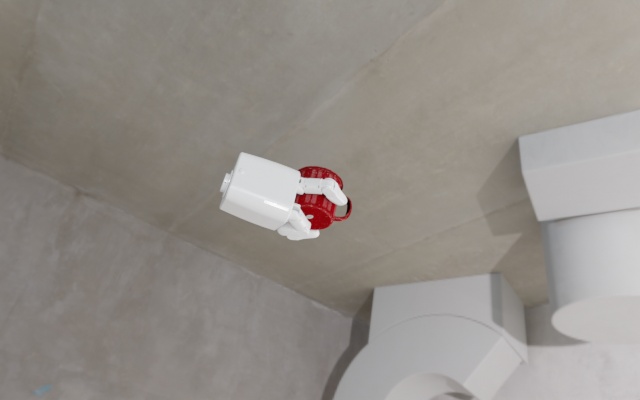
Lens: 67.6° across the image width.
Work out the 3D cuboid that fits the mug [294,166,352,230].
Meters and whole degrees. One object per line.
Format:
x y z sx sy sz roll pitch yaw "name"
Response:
0.001 0.003 0.852 0.117 0.081 0.093 20 -35 -11 "mug"
